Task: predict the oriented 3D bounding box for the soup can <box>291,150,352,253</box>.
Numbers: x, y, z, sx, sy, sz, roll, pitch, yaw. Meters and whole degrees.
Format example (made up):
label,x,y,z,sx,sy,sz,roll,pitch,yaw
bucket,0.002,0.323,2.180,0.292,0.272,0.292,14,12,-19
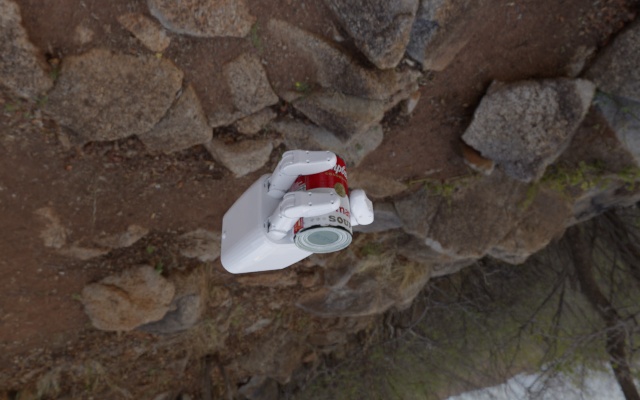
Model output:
label,x,y,z,sx,sy,sz,roll,pitch,yaw
soup can,0.000,0.002,0.558,0.068,0.102,0.068,-3,-31,-1
